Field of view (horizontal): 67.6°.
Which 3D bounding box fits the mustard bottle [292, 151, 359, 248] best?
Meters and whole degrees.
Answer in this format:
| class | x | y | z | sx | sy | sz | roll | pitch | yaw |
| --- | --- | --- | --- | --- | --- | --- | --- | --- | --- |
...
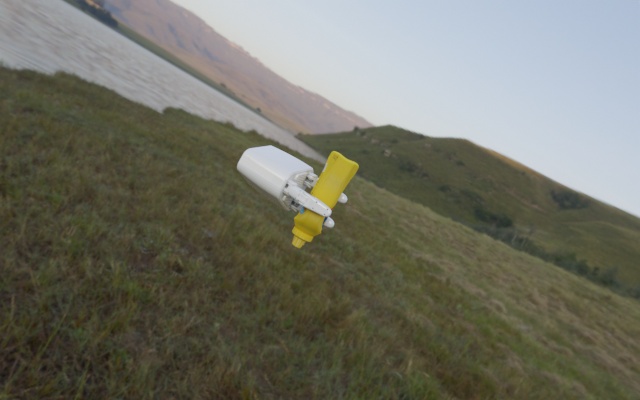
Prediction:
| class | x | y | z | sx | sy | sz | roll | pitch | yaw |
| --- | --- | --- | --- | --- | --- | --- | --- | --- | --- |
| mustard bottle | 0.001 | 0.003 | 0.892 | 0.058 | 0.191 | 0.096 | 29 | 5 | -6 |
